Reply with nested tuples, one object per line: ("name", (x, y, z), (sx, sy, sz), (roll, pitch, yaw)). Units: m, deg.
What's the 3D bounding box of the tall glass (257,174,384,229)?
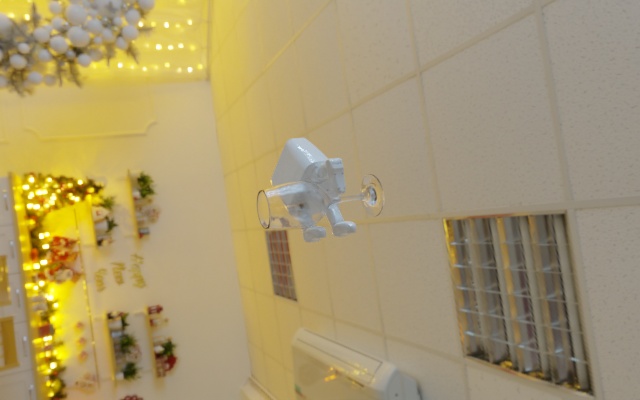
("tall glass", (0.001, 0.003, 0.783), (0.201, 0.079, 0.079), (-7, 3, -25))
